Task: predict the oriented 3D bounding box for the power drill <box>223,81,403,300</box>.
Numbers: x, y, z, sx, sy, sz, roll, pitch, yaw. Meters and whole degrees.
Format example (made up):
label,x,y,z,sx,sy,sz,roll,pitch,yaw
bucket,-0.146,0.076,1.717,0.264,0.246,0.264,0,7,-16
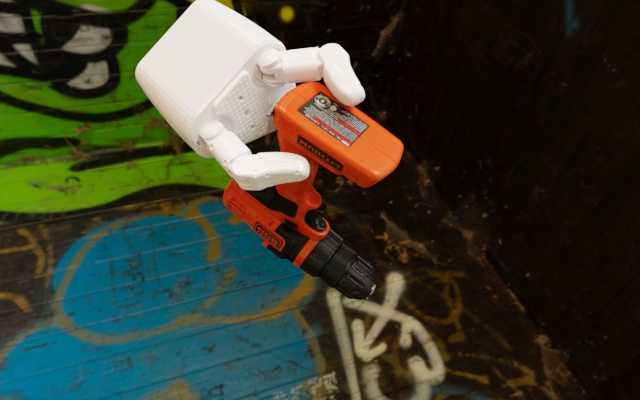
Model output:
label,x,y,z,sx,sy,sz,roll,pitch,yaw
power drill,0.000,0.001,0.437,0.184,0.057,0.188,36,-40,5
